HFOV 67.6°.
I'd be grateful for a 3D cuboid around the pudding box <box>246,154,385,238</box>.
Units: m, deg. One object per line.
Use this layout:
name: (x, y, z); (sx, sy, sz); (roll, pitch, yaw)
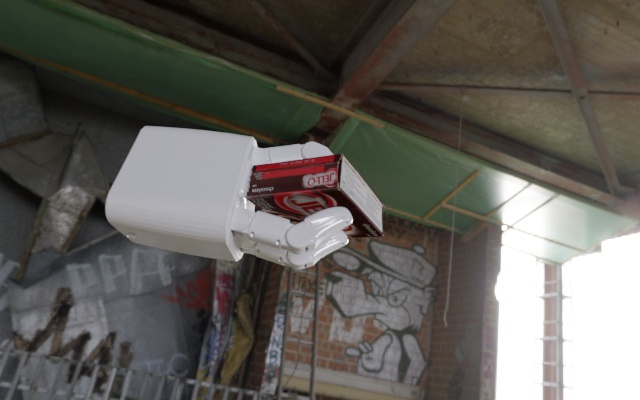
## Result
pudding box: (0.000, 0.001, 0.444); (0.090, 0.039, 0.113); (-4, -24, 27)
